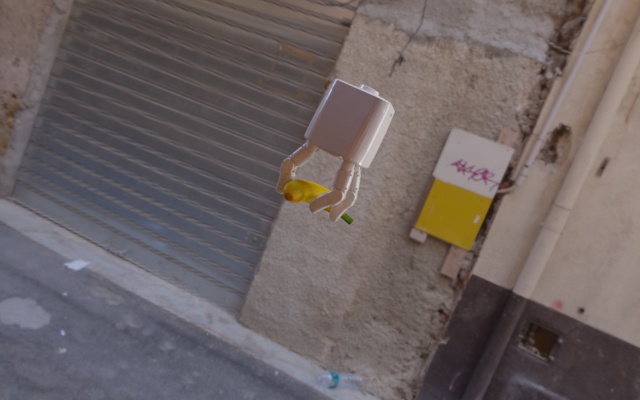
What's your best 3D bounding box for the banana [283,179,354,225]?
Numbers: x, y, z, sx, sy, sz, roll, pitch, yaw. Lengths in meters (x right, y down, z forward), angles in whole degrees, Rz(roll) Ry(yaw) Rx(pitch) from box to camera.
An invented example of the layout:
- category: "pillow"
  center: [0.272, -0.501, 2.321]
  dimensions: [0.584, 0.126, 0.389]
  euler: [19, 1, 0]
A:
- category: "banana"
  center: [-0.010, -0.006, 0.803]
  dimensions: [0.069, 0.037, 0.198]
  euler: [38, 10, 35]
